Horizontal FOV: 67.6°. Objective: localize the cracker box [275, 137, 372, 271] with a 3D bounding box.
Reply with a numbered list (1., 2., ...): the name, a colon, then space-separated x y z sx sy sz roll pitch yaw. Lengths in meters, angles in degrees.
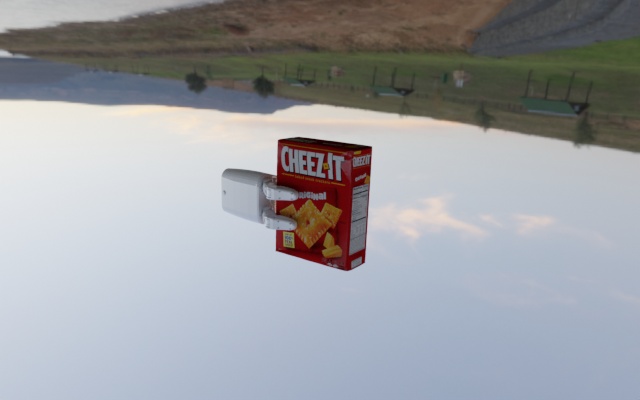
1. cracker box: 0.000 0.003 0.849 0.164 0.214 0.072 12 18 34
